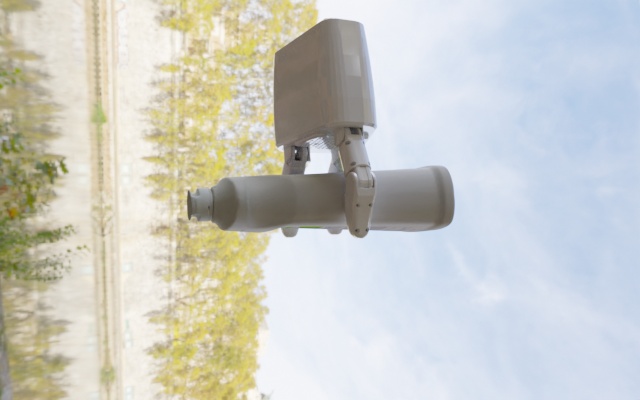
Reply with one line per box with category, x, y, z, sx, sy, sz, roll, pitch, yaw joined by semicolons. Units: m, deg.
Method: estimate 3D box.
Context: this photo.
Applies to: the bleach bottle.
bleach bottle;0.000;0.002;0.471;0.251;0.068;0.102;-1;-7;-23
